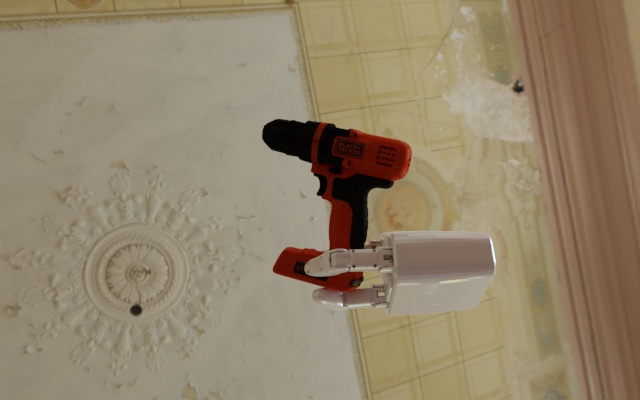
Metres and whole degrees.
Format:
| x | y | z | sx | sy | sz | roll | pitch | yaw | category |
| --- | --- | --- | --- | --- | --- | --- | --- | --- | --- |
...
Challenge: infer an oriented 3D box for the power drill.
| x | y | z | sx | sy | sz | roll | pitch | yaw | category |
| --- | --- | --- | --- | --- | --- | --- | --- | --- | --- |
| 0.000 | 0.002 | 0.566 | 0.184 | 0.187 | 0.057 | 14 | 4 | 19 | power drill |
